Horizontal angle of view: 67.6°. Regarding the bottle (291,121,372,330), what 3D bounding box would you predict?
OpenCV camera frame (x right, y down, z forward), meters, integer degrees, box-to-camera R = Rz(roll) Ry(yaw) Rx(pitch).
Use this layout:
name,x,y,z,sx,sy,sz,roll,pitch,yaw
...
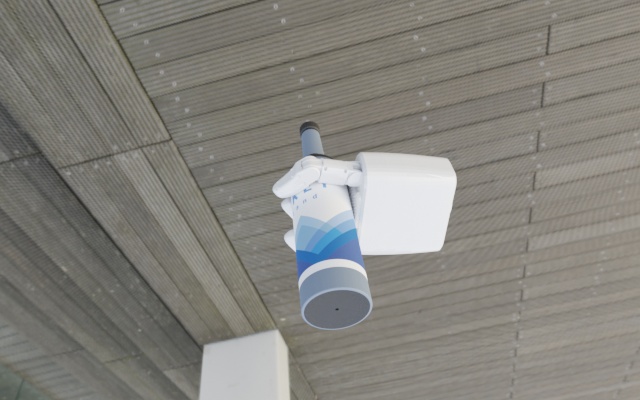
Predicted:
name,x,y,z,sx,sy,sz,roll,pitch,yaw
bottle,0.000,0.002,0.547,0.069,0.069,0.295,0,43,-8
